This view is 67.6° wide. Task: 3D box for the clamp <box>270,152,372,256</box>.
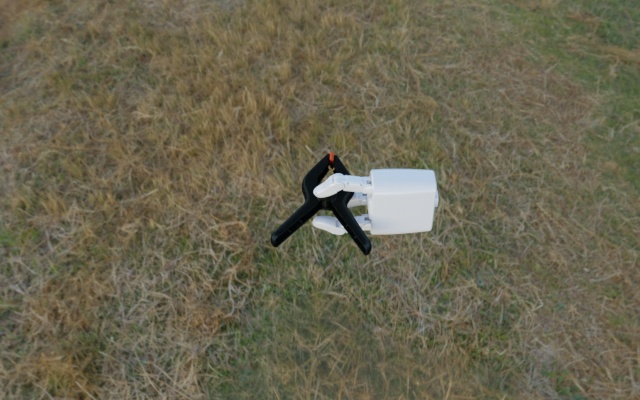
[{"bbox_3d":[0.000,0.002,0.826,0.164,0.209,0.036,0,-37,0],"label":"clamp"}]
